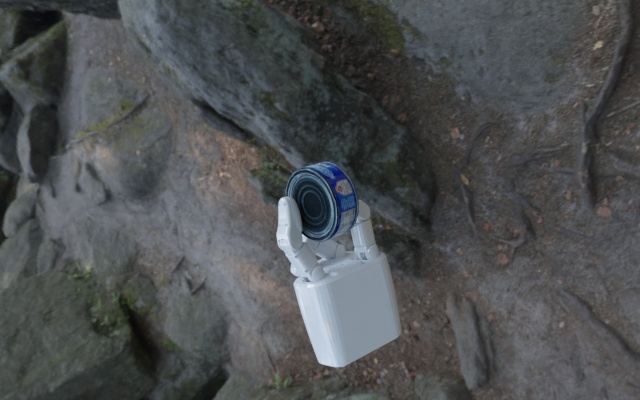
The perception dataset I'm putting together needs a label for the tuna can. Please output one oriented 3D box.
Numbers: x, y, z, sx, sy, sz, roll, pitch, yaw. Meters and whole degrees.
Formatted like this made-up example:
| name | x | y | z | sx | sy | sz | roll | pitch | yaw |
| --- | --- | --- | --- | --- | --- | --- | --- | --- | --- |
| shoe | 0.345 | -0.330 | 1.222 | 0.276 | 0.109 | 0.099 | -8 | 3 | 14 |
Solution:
| name | x | y | z | sx | sy | sz | roll | pitch | yaw |
| --- | --- | --- | --- | --- | --- | --- | --- | --- | --- |
| tuna can | 0.000 | 0.002 | 0.532 | 0.033 | 0.086 | 0.086 | -18 | 12 | -41 |
